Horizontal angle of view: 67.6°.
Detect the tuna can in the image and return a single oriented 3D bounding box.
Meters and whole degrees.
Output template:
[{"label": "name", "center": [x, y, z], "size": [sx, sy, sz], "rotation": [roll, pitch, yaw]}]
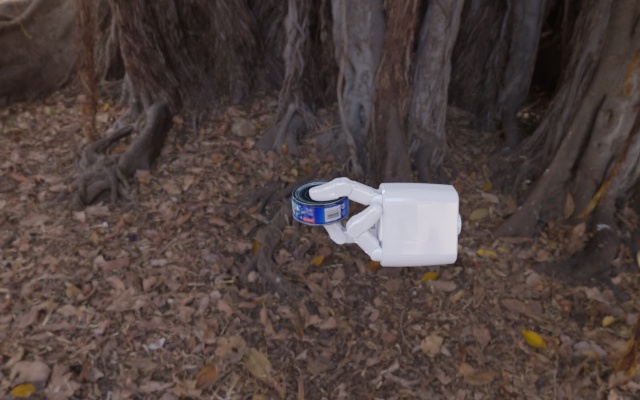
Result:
[{"label": "tuna can", "center": [0.000, 0.002, 0.707], "size": [0.086, 0.034, 0.086], "rotation": [-3, 27, 1]}]
